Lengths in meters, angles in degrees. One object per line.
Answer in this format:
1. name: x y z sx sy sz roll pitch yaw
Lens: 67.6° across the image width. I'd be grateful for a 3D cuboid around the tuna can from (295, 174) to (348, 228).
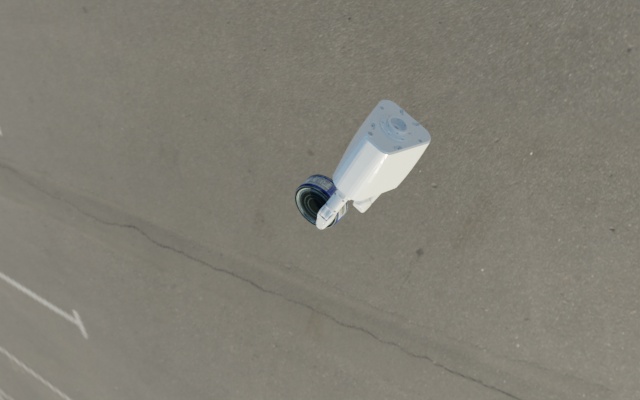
1. tuna can: 0.000 0.003 0.777 0.086 0.086 0.033 0 33 42
